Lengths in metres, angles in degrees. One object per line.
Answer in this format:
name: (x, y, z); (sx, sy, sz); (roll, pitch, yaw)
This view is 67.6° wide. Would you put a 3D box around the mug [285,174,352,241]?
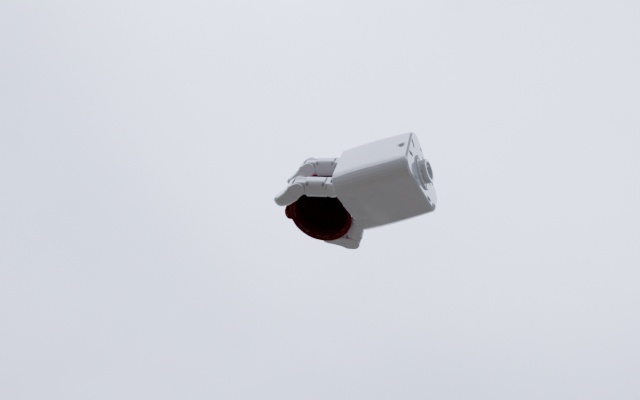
mug: (-0.001, 0.003, 0.725); (0.117, 0.093, 0.081); (-14, 28, 27)
